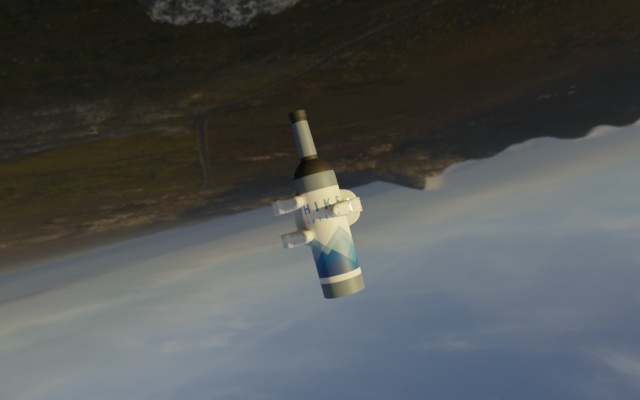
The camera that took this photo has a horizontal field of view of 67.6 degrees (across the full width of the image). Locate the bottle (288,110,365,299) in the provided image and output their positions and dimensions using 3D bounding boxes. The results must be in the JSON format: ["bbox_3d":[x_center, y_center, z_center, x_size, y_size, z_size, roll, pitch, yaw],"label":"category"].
[{"bbox_3d":[0.000,0.003,0.753,0.069,0.295,0.069,-15,-1,0],"label":"bottle"}]
